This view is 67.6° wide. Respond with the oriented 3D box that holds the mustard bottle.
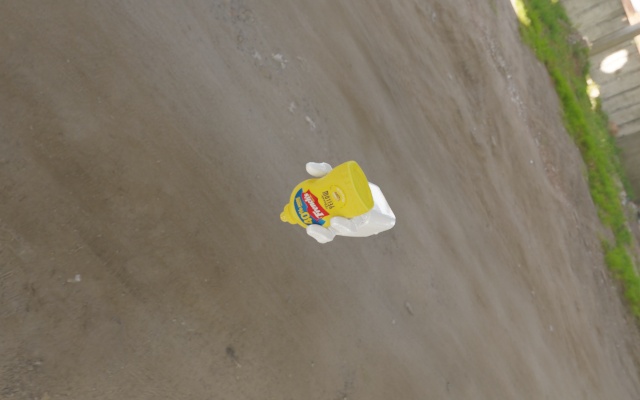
[{"bbox_3d":[0.000,0.003,0.888,0.192,0.096,0.058,-22,4,34],"label":"mustard bottle"}]
